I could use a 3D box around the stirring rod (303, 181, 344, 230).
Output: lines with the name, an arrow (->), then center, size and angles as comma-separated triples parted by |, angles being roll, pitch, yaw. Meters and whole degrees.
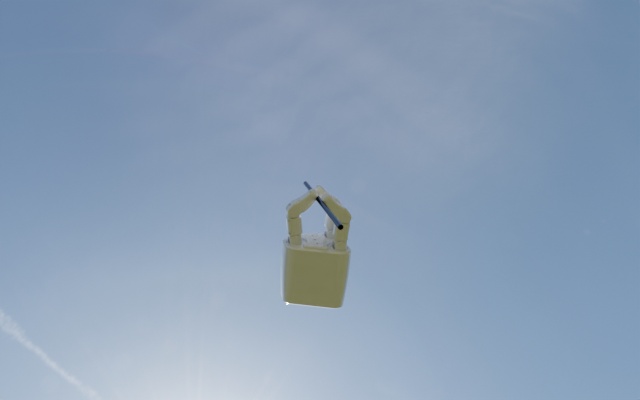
stirring rod -> 0.000, 0.003, 0.764 | 0.011, 0.011, 0.239 | 0, 16, -14
